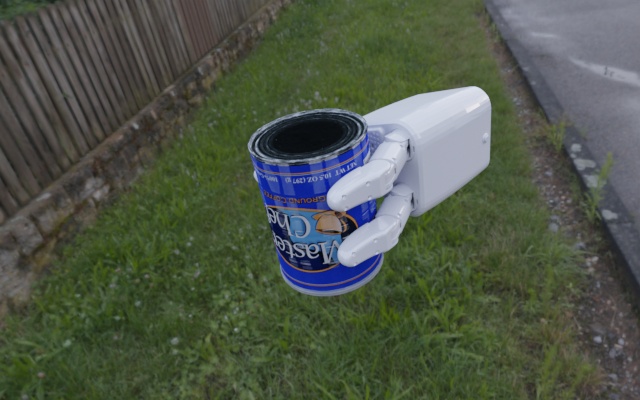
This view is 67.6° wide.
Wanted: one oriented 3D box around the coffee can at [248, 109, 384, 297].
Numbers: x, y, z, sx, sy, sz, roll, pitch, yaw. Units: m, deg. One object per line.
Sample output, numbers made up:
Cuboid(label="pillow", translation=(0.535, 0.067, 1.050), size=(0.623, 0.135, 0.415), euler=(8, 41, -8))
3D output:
Cuboid(label="coffee can", translation=(0.000, 0.002, 0.437), size=(0.103, 0.140, 0.102), euler=(-8, 32, 5))
